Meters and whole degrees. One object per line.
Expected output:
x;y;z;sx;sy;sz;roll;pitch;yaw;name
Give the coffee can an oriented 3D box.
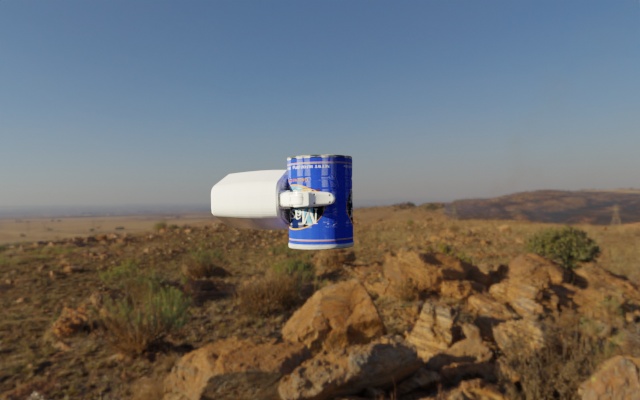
0.000;0.003;0.751;0.103;0.140;0.103;-1;0;0;coffee can
